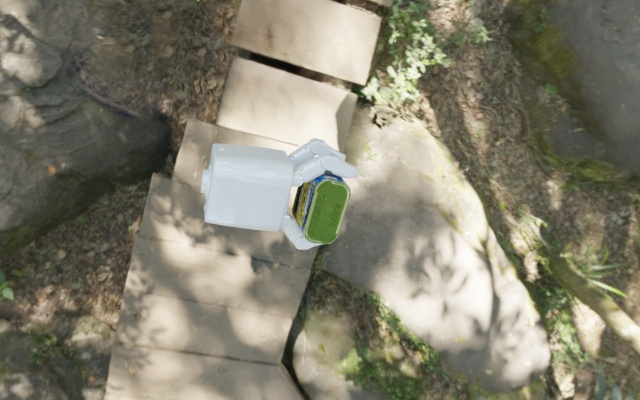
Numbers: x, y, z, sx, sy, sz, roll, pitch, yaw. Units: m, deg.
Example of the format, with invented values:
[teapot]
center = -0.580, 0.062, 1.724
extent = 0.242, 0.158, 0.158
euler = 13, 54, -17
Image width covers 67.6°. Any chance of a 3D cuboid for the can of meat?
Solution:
[can of meat]
center = 0.000, 0.002, 0.693
extent = 0.057, 0.102, 0.084
euler = 9, 20, -17
